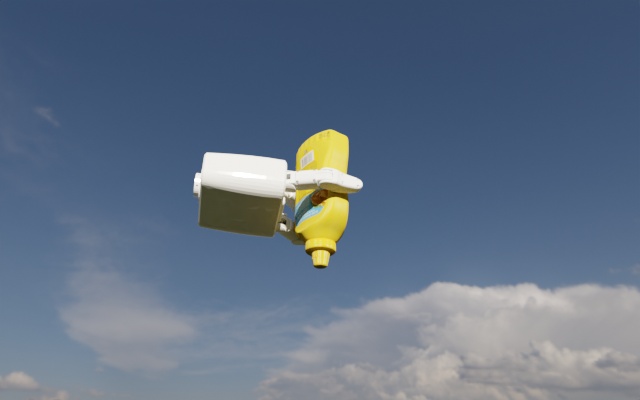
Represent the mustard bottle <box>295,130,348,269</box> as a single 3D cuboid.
[{"bbox_3d":[0.000,0.002,0.669,0.058,0.191,0.096,20,-34,-32],"label":"mustard bottle"}]
